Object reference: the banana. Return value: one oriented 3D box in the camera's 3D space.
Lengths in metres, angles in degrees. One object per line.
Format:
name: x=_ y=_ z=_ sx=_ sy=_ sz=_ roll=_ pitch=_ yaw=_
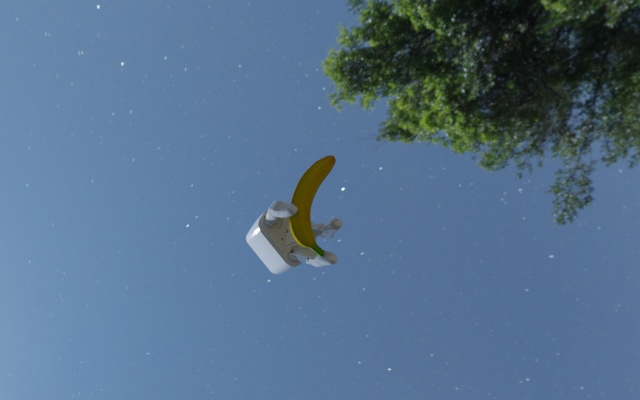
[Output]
banana: x=-0.018 y=0.001 z=0.845 sx=0.069 sy=0.197 sz=0.037 roll=15 pitch=-25 yaw=-16
